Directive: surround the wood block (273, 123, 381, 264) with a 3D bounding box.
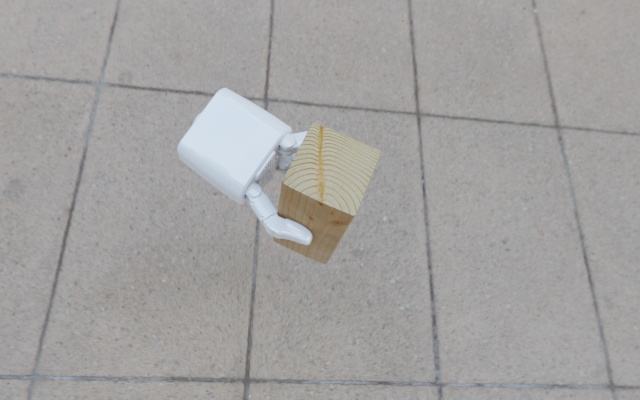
[{"bbox_3d":[0.000,0.002,0.626,0.090,0.090,0.206,24,-23,2],"label":"wood block"}]
